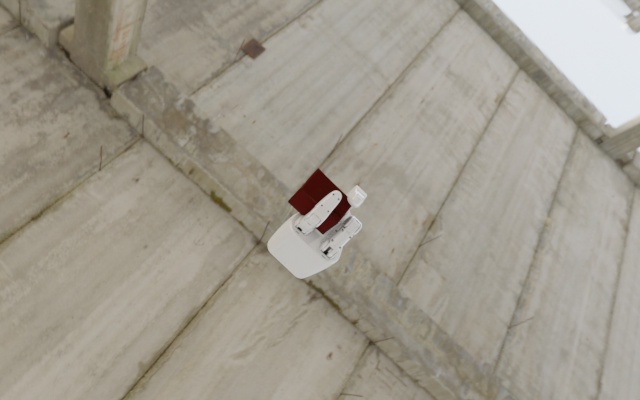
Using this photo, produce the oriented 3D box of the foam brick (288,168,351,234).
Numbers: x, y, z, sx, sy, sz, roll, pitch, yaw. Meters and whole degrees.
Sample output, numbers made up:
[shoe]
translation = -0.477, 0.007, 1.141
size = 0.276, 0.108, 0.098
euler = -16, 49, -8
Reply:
[foam brick]
translation = 0.000, 0.002, 0.730
size = 0.053, 0.078, 0.051
euler = -49, 6, -37
